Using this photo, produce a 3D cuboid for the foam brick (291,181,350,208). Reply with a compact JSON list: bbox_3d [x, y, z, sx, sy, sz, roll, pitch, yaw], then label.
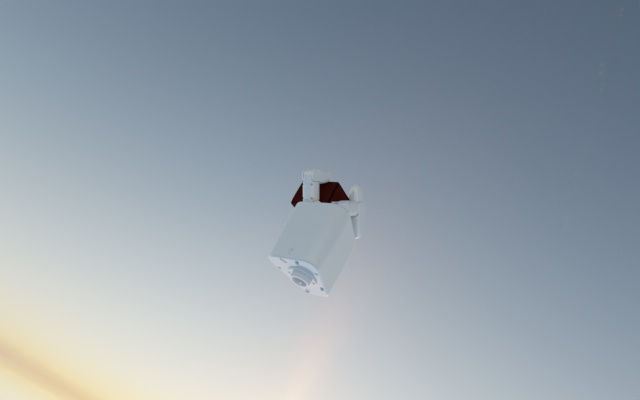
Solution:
[{"bbox_3d":[0.000,0.003,0.805,0.078,0.051,0.053,4,-37,37],"label":"foam brick"}]
